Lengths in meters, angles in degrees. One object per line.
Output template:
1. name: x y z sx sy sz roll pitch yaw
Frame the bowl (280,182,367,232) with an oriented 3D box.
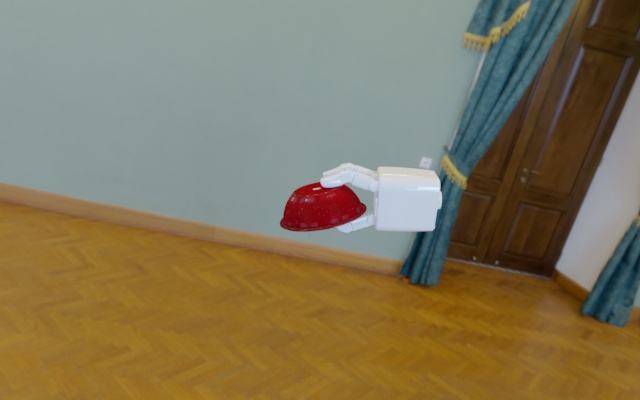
1. bowl: -0.001 0.003 0.866 0.162 0.055 0.162 -11 15 3
